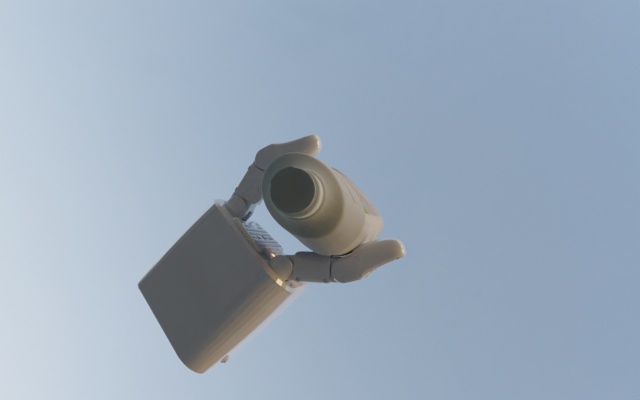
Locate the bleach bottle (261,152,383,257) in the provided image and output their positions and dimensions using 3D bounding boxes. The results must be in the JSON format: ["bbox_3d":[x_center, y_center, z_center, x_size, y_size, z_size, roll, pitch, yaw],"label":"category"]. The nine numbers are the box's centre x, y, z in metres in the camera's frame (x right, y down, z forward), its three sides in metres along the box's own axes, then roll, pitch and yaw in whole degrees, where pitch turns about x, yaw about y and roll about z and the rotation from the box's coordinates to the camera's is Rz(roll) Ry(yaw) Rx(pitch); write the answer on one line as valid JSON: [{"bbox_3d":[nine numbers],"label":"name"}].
[{"bbox_3d":[0.000,0.001,0.406,0.068,0.102,0.251,-45,-12,3],"label":"bleach bottle"}]
